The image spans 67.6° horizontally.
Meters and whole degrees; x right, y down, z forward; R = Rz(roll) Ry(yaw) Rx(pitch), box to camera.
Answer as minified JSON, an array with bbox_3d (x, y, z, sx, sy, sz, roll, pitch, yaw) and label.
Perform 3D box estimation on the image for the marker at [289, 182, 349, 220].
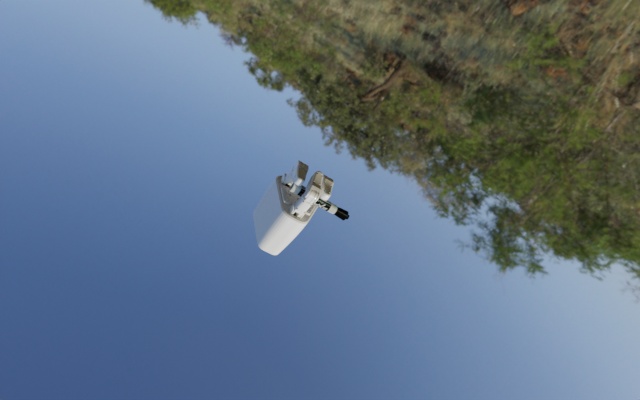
[{"bbox_3d":[0.000,0.003,0.858,0.121,0.020,0.020,29,-9,-17],"label":"marker"}]
